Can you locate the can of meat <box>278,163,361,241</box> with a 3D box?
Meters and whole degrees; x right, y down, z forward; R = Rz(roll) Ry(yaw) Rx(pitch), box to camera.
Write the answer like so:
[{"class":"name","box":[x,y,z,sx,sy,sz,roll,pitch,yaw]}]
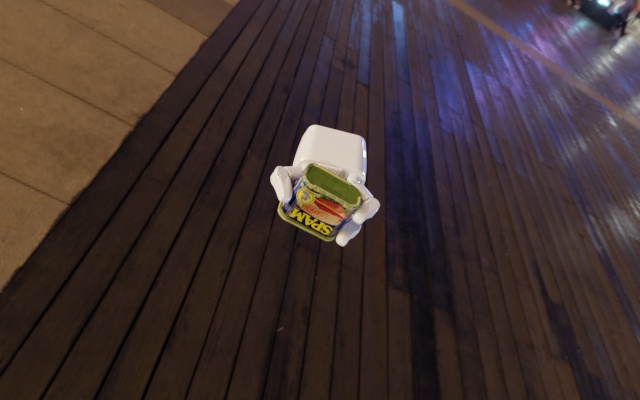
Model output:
[{"class":"can of meat","box":[0.000,0.002,0.725,0.102,0.057,0.084,28,-51,-12]}]
